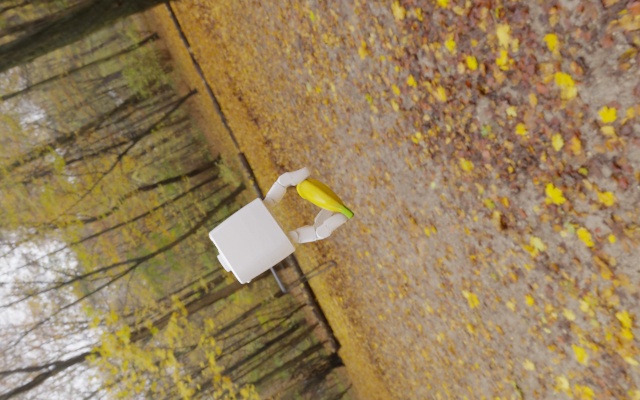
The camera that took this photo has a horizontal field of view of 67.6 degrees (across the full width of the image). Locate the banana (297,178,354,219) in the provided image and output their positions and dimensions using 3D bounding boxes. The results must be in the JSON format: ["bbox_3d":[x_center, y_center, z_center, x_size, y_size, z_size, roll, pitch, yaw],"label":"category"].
[{"bbox_3d":[-0.009,-0.010,0.847,0.037,0.070,0.197,-41,23,-8],"label":"banana"}]
